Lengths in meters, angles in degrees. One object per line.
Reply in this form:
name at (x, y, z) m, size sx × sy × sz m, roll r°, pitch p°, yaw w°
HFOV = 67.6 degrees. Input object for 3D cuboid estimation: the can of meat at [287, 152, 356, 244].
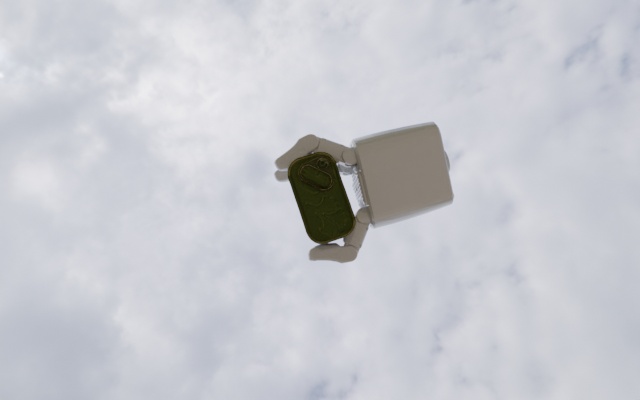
can of meat at (0.000, 0.002, 0.573) m, size 0.057 × 0.102 × 0.084 m, roll -19°, pitch -7°, yaw -4°
